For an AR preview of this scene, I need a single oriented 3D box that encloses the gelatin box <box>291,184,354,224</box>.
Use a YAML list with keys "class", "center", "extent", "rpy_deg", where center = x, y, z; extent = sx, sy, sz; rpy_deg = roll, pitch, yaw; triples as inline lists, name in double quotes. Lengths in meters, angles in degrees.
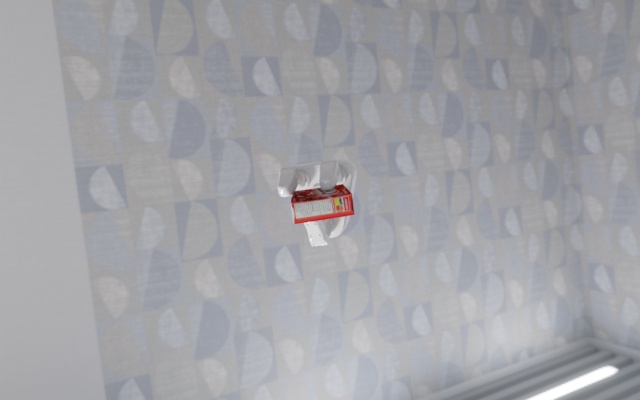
- class: "gelatin box"
  center: [0.000, 0.002, 0.599]
  extent: [0.073, 0.030, 0.089]
  rpy_deg: [-8, 10, -2]
